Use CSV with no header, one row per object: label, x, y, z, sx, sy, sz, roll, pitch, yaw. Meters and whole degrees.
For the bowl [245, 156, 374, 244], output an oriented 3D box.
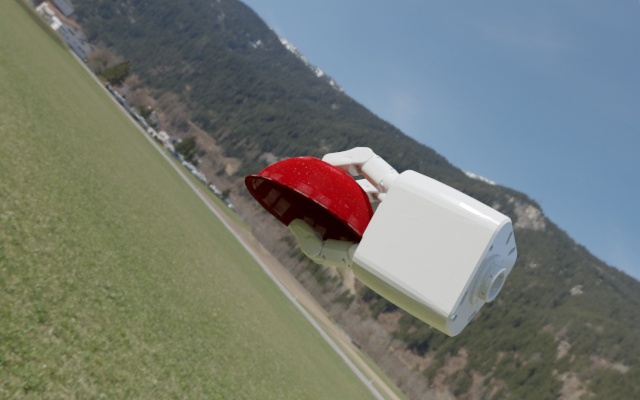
bowl,-0.001,0.001,0.517,0.162,0.055,0.162,29,-17,10
